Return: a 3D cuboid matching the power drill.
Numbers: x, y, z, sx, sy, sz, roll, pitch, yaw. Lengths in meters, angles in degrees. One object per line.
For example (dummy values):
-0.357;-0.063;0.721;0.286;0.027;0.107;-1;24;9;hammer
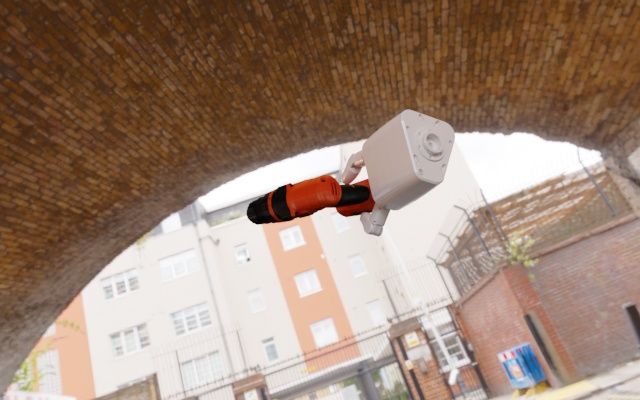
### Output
0.001;0.002;0.751;0.184;0.057;0.187;-14;-6;43;power drill
